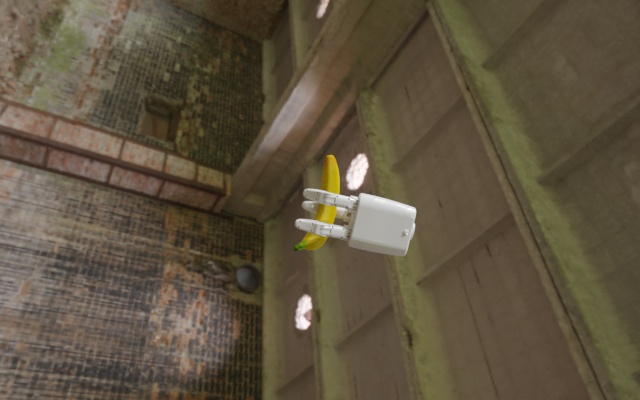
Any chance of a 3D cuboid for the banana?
[{"bbox_3d":[0.006,0.014,0.903,0.037,0.197,0.070,8,-20,27],"label":"banana"}]
